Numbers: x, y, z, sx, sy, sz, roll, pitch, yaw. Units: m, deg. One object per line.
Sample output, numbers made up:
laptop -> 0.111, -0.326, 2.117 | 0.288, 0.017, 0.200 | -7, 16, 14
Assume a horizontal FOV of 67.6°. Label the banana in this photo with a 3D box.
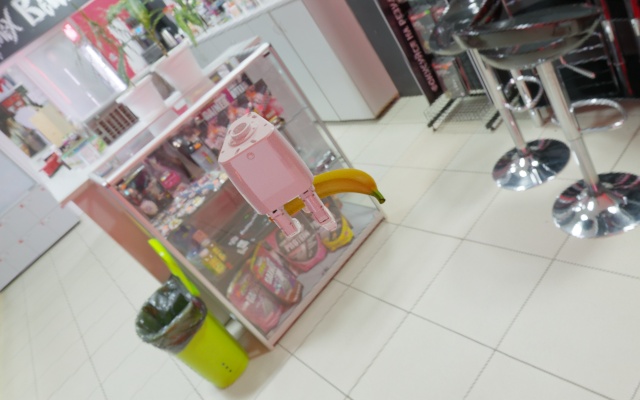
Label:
banana -> 0.005, -0.013, 0.756 | 0.198, 0.069, 0.037 | -12, -42, 23
